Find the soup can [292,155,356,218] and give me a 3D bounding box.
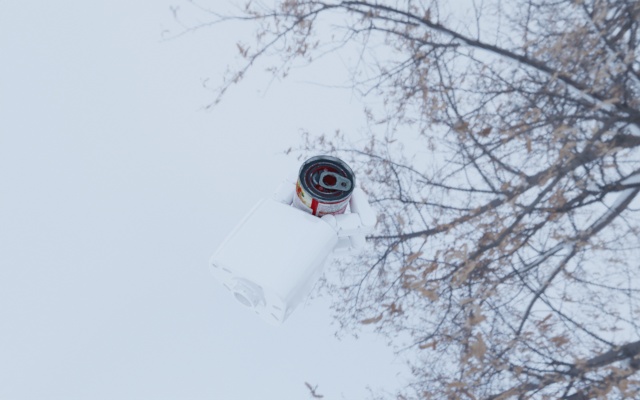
[{"bbox_3d":[0.000,0.002,0.593,0.068,0.068,0.102,0,-34,-11],"label":"soup can"}]
